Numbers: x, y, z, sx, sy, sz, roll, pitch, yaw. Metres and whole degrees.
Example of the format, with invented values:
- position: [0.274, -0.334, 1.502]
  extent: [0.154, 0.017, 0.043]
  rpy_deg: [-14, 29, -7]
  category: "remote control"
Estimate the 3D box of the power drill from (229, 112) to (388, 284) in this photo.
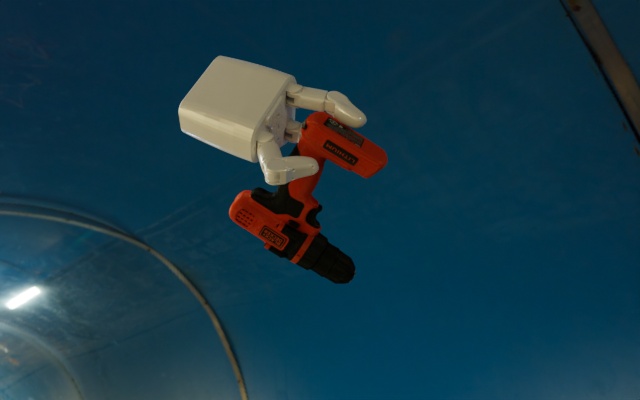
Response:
- position: [0.000, 0.001, 0.589]
  extent: [0.184, 0.188, 0.057]
  rpy_deg: [32, 26, -6]
  category: "power drill"
